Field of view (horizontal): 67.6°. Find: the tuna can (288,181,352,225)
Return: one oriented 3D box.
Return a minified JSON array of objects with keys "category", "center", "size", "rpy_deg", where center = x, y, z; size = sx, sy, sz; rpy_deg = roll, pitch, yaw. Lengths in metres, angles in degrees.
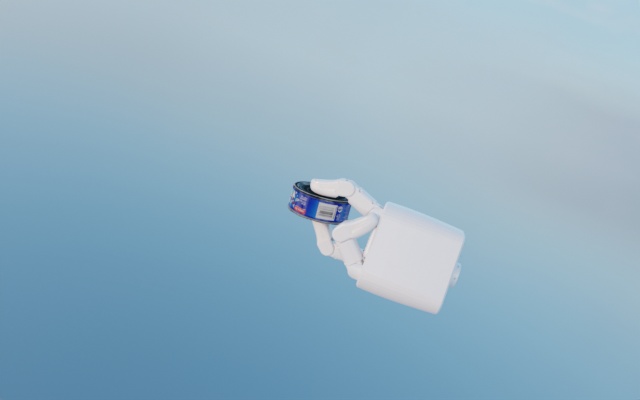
[{"category":"tuna can","center":[0.000,0.002,0.655],"size":[0.086,0.034,0.086],"rpy_deg":[14,14,-4]}]
